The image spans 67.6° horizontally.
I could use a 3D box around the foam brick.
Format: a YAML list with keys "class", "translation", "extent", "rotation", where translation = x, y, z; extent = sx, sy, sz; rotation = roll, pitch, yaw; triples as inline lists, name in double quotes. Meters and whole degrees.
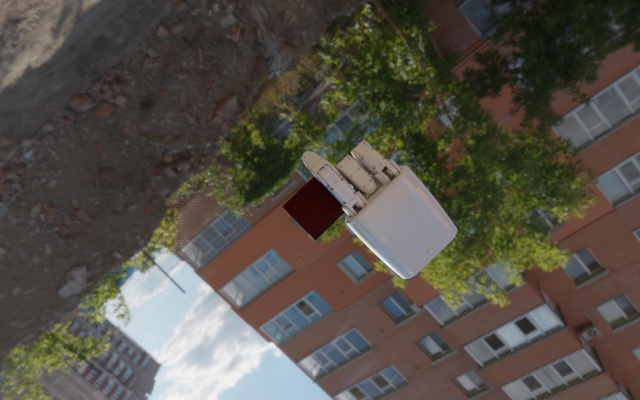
- class: "foam brick"
  translation: [0.000, 0.002, 0.592]
  extent: [0.078, 0.051, 0.053]
  rotation: [-44, 13, -1]
